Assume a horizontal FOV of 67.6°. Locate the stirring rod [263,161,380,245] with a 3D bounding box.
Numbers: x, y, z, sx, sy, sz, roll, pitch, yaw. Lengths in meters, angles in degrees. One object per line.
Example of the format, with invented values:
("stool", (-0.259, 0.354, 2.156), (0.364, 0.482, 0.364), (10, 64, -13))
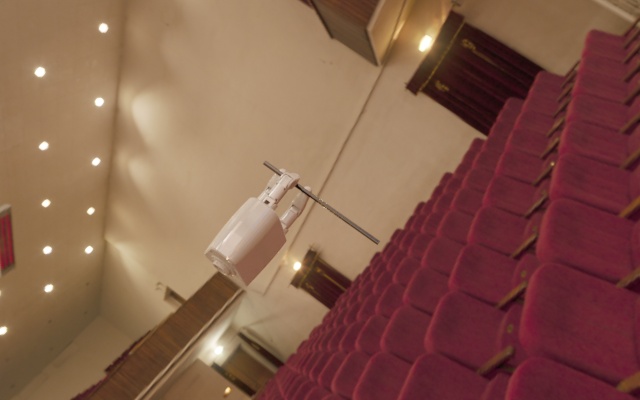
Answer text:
("stirring rod", (0.000, 0.003, 0.813), (0.239, 0.011, 0.011), (35, 5, 8))
